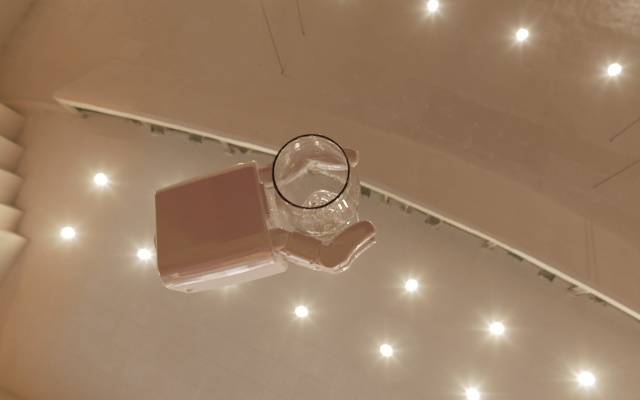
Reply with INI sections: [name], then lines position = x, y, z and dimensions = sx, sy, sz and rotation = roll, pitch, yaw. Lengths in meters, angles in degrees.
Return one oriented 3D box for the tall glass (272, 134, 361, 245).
[tall glass]
position = 0.000, 0.002, 0.466
dimensions = 0.079, 0.079, 0.201
rotation = 0, -14, 4
